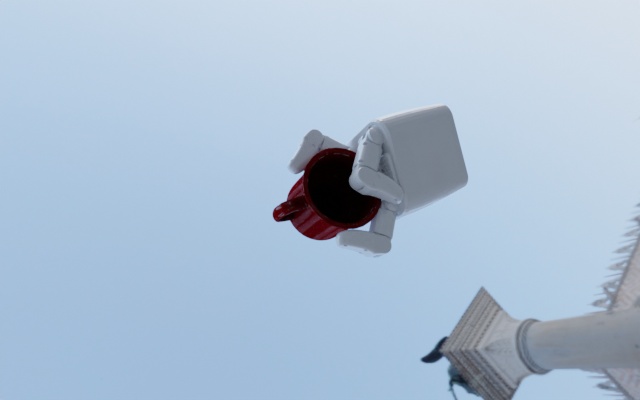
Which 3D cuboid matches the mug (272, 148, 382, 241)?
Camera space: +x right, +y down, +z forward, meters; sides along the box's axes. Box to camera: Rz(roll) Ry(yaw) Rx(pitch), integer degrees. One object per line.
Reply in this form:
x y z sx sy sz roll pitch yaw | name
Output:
-0.001 0.002 0.540 0.117 0.093 0.081 -20 -10 -28 | mug
